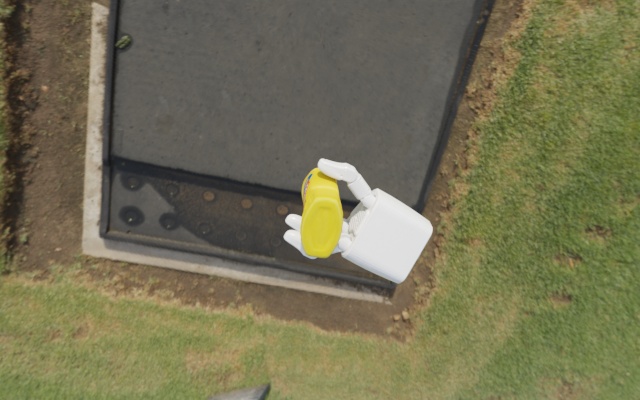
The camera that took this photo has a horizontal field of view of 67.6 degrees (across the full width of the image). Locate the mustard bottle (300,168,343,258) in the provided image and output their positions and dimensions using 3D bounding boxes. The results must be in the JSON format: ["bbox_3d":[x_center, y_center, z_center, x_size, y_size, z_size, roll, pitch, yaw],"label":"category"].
[{"bbox_3d":[0.000,0.002,0.737,0.058,0.096,0.191,6,23,-4],"label":"mustard bottle"}]
